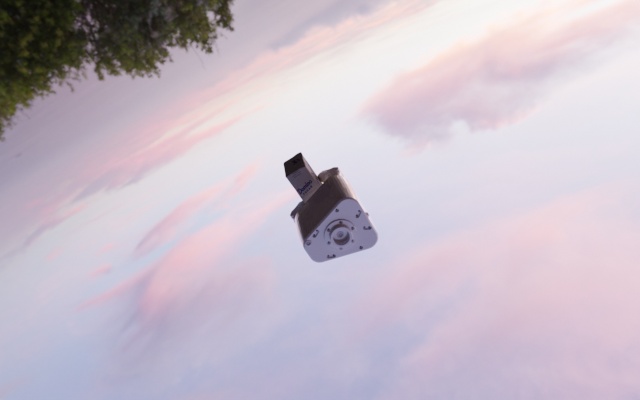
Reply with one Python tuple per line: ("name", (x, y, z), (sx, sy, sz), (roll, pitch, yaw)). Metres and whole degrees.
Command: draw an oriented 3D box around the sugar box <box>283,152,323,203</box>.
("sugar box", (0.001, 0.003, 0.855), (0.048, 0.176, 0.093), (-31, 20, 4))
